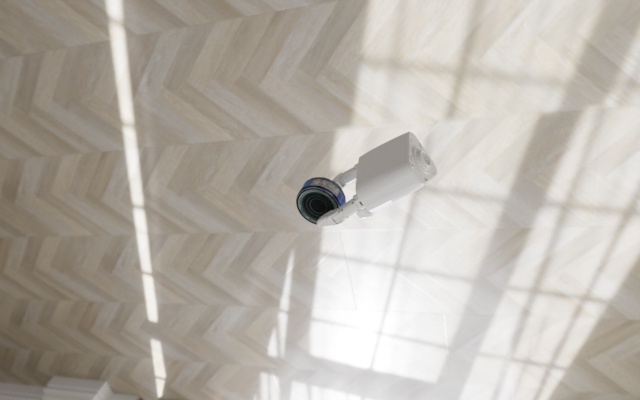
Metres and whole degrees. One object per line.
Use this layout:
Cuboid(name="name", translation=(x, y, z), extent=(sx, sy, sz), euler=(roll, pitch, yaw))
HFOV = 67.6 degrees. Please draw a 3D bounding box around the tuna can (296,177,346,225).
Cuboid(name="tuna can", translation=(0.000, 0.003, 0.854), extent=(0.086, 0.086, 0.033), euler=(0, 34, 23))
